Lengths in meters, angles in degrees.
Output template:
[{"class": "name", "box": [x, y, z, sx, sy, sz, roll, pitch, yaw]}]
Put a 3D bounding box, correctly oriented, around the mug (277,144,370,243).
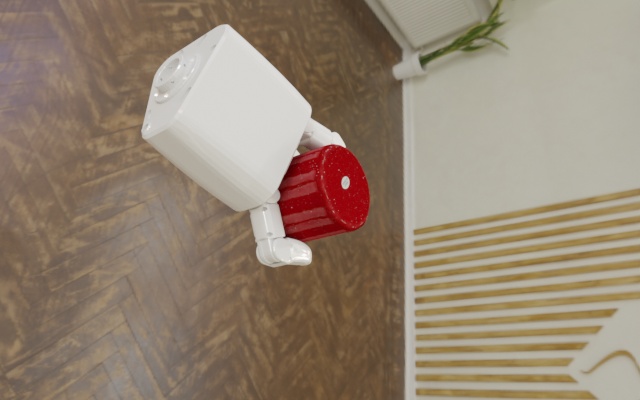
[{"class": "mug", "box": [0.001, 0.002, 0.460, 0.081, 0.093, 0.117, -16, -39, 35]}]
